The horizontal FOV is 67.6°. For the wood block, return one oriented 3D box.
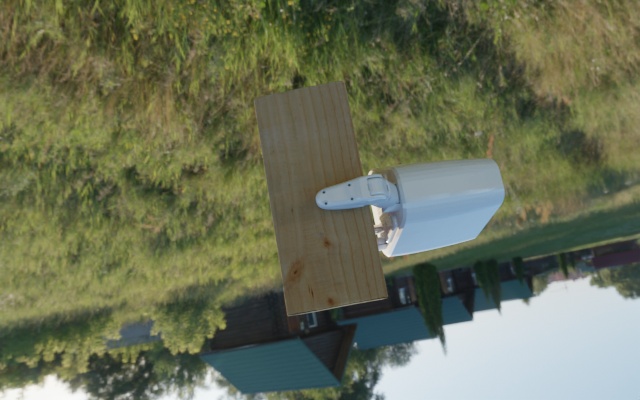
[{"bbox_3d":[0.000,0.002,0.472,0.090,0.206,0.091,-11,-13,2],"label":"wood block"}]
